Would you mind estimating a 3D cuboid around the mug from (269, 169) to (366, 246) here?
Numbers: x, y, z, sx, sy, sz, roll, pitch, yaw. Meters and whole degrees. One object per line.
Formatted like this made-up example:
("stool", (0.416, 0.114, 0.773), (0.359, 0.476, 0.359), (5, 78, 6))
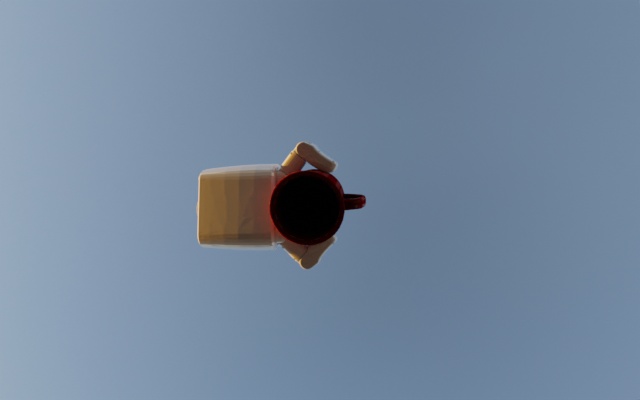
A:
("mug", (0.002, 0.002, 0.616), (0.117, 0.093, 0.081), (-6, 9, 9))
